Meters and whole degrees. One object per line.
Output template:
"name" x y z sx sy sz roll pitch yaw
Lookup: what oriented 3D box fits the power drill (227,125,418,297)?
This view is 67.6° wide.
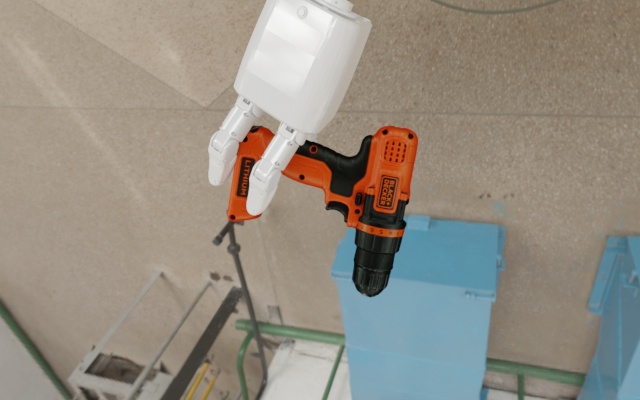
"power drill" 0.000 0.001 0.512 0.187 0.184 0.057 10 8 3
